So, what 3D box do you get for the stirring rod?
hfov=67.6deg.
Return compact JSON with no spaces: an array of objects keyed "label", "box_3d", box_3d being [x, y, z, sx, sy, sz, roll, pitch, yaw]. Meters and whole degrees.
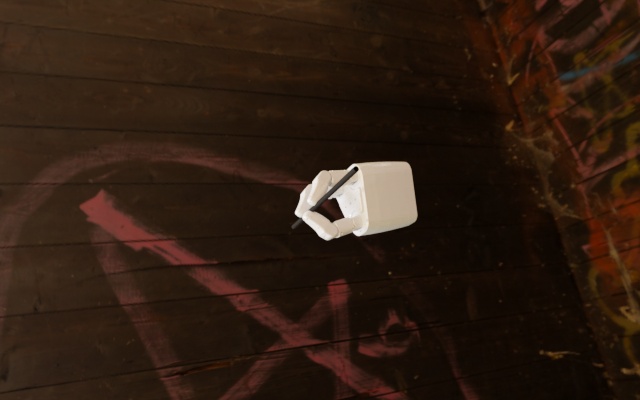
[{"label":"stirring rod","box_3d":[0.000,0.002,0.717,0.011,0.011,0.240,0,-21,-24]}]
